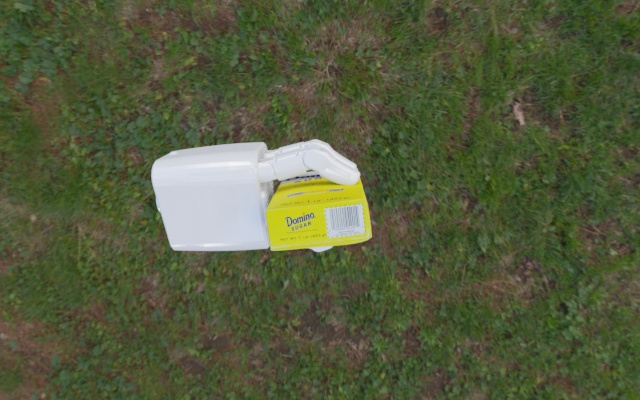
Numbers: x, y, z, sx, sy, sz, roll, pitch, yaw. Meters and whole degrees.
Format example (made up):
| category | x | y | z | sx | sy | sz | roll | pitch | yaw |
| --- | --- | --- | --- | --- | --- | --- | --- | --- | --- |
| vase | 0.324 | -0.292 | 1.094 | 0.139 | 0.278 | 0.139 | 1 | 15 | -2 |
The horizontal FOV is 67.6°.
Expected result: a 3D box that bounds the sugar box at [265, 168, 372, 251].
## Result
| category | x | y | z | sx | sy | sz | roll | pitch | yaw |
| --- | --- | --- | --- | --- | --- | --- | --- | --- | --- |
| sugar box | 0.000 | 0.001 | 0.506 | 0.093 | 0.048 | 0.176 | -6 | 15 | 2 |
